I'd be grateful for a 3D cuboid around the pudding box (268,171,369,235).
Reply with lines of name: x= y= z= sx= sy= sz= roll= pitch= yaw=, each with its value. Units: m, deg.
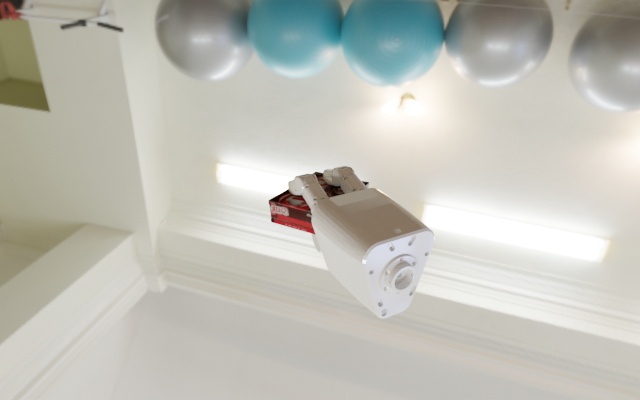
pudding box: x=0.000 y=0.002 z=0.637 sx=0.090 sy=0.039 sz=0.113 roll=14 pitch=29 yaw=31
